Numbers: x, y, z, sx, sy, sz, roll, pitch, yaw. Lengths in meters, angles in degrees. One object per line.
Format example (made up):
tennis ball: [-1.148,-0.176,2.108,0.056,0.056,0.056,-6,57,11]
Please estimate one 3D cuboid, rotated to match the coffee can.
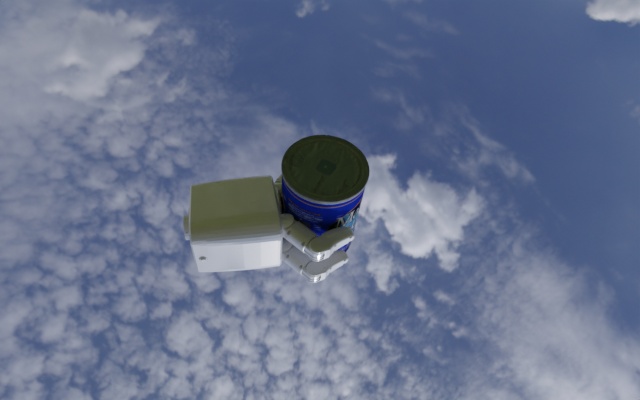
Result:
coffee can: [0.000,0.002,0.606,0.103,0.102,0.140,0,-37,-6]
